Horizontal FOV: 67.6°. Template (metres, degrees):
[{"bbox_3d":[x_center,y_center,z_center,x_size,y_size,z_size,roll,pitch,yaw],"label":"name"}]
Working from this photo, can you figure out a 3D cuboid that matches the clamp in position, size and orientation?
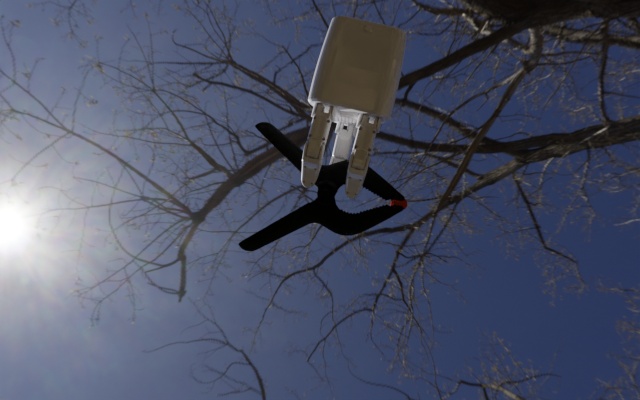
[{"bbox_3d":[0.001,0.002,0.602,0.210,0.164,0.036,14,-2,4],"label":"clamp"}]
